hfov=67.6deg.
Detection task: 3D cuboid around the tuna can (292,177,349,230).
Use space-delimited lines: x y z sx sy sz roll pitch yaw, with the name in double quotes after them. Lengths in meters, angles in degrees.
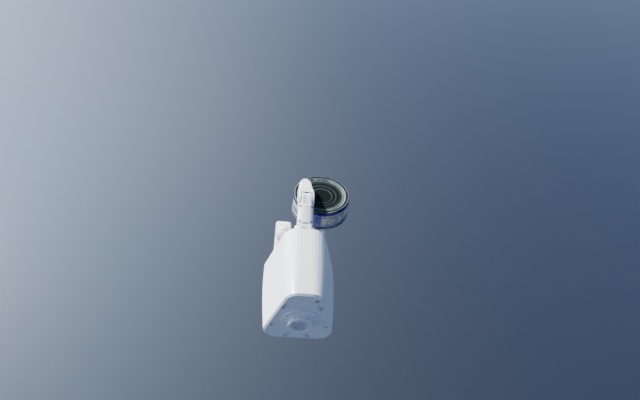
0.000 0.002 0.723 0.086 0.034 0.086 4 42 -4 "tuna can"
